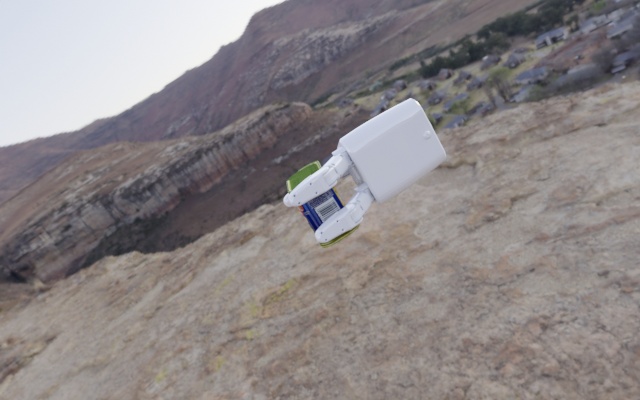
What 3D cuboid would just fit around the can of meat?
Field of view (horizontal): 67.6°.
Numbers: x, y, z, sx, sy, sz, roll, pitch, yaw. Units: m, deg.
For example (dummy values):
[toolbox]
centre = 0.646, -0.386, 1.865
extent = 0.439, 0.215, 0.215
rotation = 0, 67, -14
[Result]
[can of meat]
centre = 0.000, 0.002, 0.617
extent = 0.057, 0.084, 0.102
rotation = -31, 16, 2
